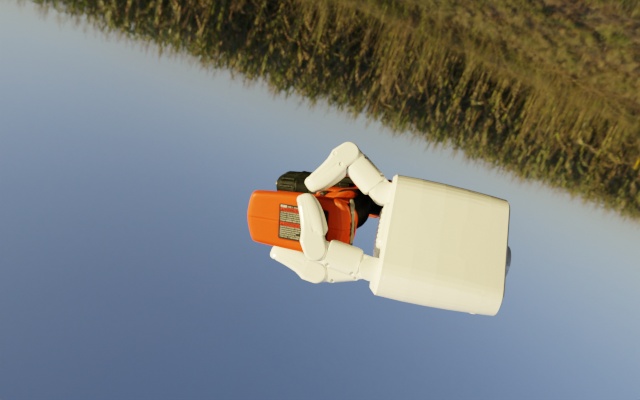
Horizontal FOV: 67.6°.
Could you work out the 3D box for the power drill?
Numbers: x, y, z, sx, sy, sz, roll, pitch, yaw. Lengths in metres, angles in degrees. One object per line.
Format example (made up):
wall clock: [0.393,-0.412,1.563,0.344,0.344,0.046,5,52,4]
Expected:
power drill: [0.000,0.002,0.531,0.184,0.057,0.187,6,14,24]
